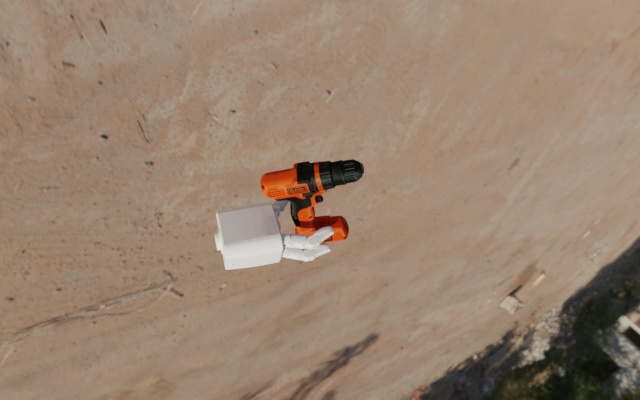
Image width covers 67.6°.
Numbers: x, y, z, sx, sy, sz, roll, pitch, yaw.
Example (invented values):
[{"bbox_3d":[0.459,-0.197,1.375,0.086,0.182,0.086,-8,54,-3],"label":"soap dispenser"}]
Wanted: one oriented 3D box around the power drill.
[{"bbox_3d":[0.000,0.003,0.887,0.184,0.057,0.188,-8,-43,10],"label":"power drill"}]
